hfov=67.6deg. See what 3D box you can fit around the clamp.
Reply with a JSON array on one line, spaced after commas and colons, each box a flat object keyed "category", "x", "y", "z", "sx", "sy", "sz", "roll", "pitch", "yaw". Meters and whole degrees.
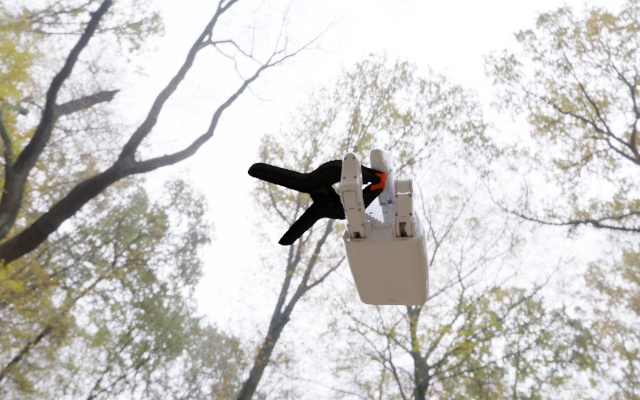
[{"category": "clamp", "x": 0.000, "y": 0.002, "z": 0.600, "sx": 0.171, "sy": 0.120, "sz": 0.039, "roll": -3, "pitch": 33, "yaw": 18}]
